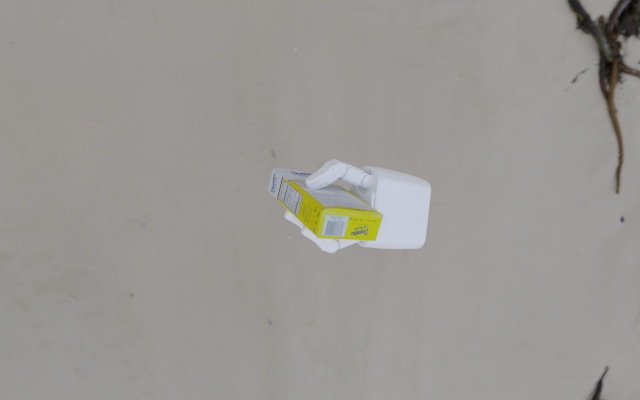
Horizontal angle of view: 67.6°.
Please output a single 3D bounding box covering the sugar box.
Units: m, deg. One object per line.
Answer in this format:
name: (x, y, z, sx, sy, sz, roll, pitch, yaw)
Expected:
sugar box: (0.000, 0.003, 0.677, 0.093, 0.048, 0.176, 6, 15, -30)
